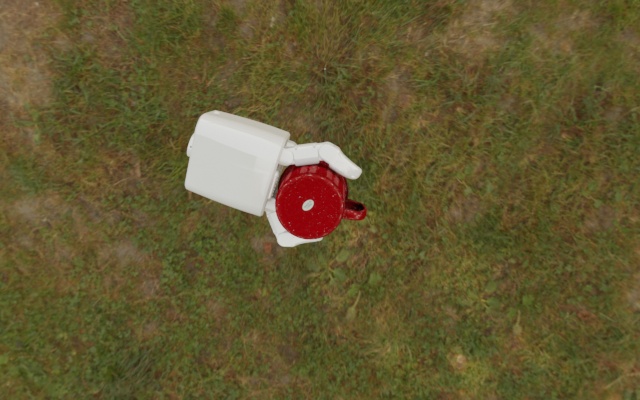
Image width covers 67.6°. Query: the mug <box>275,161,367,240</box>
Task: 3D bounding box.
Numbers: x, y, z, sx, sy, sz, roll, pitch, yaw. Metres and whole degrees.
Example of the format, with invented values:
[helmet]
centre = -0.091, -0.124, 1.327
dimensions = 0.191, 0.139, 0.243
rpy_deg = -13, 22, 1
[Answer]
[mug]
centre = 0.001, 0.002, 0.586
dimensions = 0.117, 0.093, 0.081
rpy_deg = 18, 15, -3
